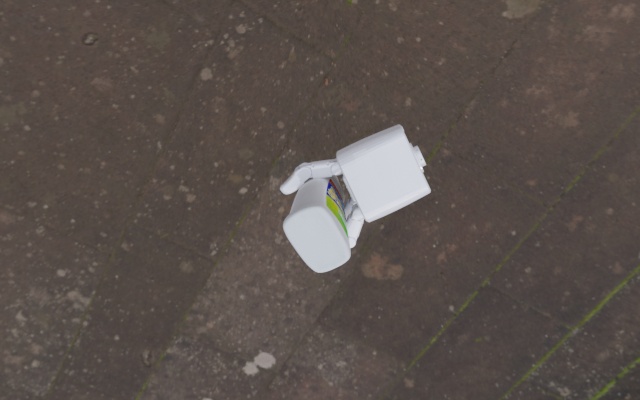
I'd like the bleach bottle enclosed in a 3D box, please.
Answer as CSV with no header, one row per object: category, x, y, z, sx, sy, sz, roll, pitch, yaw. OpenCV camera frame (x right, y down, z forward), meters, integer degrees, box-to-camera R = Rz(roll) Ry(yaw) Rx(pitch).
bleach bottle,0.000,0.003,0.736,0.068,0.103,0.250,-26,22,13
